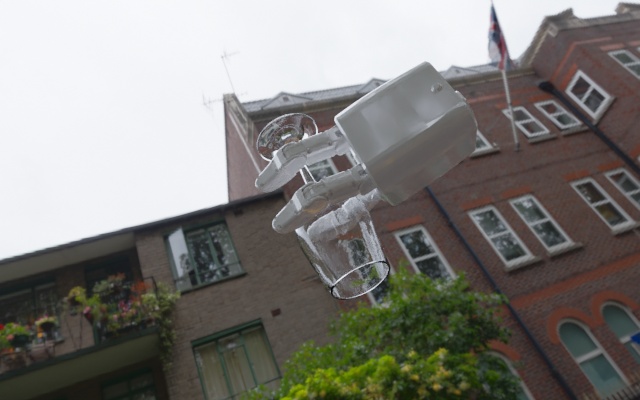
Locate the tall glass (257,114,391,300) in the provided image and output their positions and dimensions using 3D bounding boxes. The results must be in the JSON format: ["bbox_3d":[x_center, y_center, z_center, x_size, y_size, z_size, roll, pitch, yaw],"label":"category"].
[{"bbox_3d":[0.000,0.001,0.498,0.079,0.201,0.079,-18,-34,-13],"label":"tall glass"}]
